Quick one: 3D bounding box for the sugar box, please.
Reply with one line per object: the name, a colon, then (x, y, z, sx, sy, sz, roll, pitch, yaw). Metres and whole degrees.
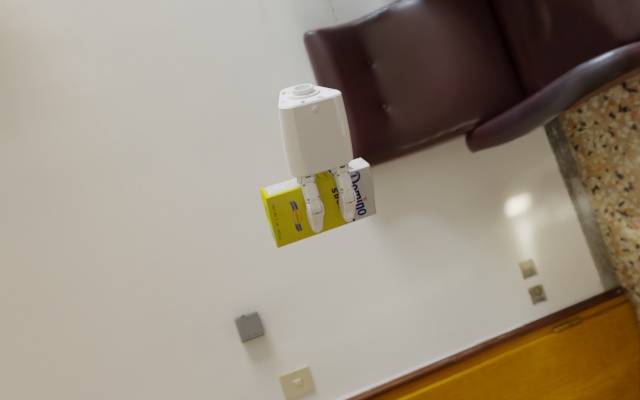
sugar box: (0.000, 0.003, 0.759, 0.176, 0.093, 0.048, -18, 30, -13)
